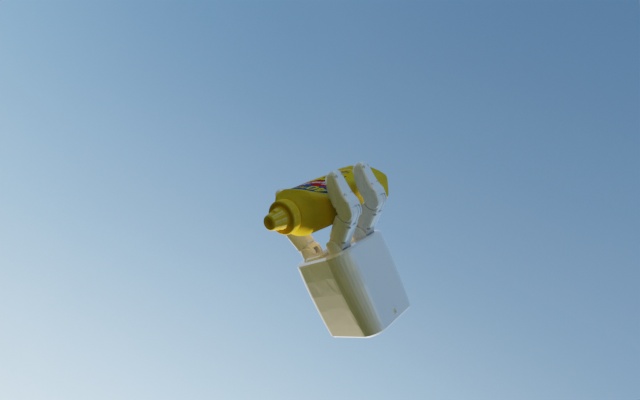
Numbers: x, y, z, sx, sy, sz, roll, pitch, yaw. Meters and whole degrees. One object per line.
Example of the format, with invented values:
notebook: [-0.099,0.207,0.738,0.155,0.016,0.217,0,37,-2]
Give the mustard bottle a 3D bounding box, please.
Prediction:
mustard bottle: [0.000,0.002,0.600,0.096,0.058,0.191,6,19,37]
